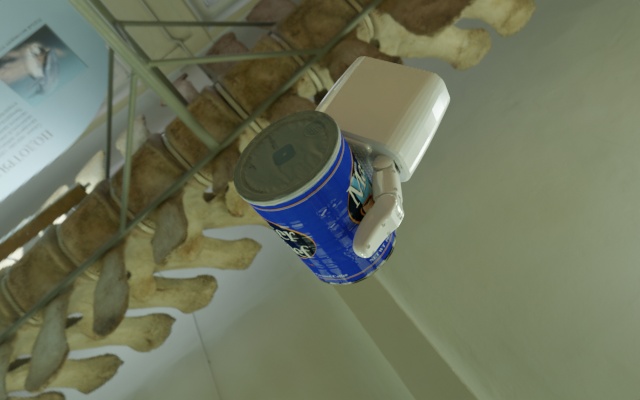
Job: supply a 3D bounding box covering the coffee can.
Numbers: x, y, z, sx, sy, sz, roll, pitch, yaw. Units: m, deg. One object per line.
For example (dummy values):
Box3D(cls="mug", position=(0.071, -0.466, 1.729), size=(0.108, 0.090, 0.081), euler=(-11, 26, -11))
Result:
Box3D(cls="coffee can", position=(0.000, 0.002, 0.450), size=(0.103, 0.102, 0.140), euler=(0, -37, 34))
